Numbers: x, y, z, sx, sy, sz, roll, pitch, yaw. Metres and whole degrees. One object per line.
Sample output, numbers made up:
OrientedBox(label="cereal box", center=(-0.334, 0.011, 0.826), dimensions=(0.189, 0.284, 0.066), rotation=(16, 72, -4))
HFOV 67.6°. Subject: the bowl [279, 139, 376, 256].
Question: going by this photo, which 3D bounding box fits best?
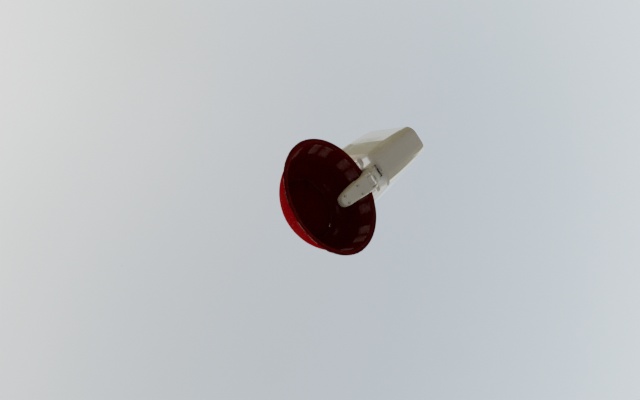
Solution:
OrientedBox(label="bowl", center=(-0.001, 0.003, 0.632), dimensions=(0.162, 0.162, 0.055), rotation=(0, -21, -45))
